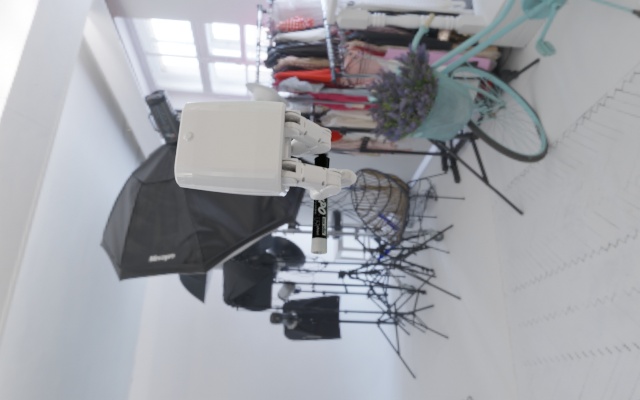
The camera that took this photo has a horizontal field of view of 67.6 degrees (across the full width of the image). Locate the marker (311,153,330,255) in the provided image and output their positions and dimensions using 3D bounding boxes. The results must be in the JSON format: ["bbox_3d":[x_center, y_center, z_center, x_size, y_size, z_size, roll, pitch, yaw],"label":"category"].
[{"bbox_3d":[0.000,0.002,0.555,0.020,0.121,0.020,2,-19,1],"label":"marker"}]
